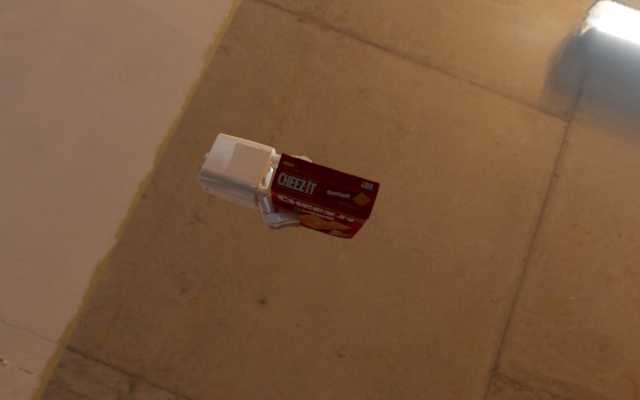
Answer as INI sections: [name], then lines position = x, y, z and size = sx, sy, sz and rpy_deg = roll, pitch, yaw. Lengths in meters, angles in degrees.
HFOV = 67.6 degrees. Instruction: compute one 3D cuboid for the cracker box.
[cracker box]
position = 0.000, 0.003, 0.843
size = 0.164, 0.072, 0.214
rpy_deg = 17, -13, 0
